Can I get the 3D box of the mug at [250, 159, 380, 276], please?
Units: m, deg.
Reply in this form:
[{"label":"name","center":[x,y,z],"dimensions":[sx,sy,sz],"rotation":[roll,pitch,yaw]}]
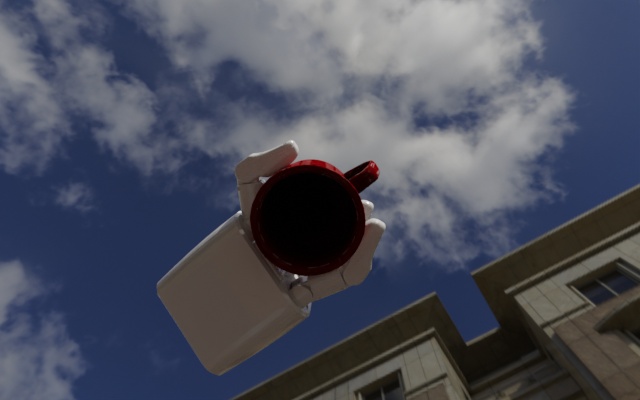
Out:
[{"label":"mug","center":[0.001,0.000,0.420],"dimensions":[0.117,0.093,0.081],"rotation":[-37,9,9]}]
